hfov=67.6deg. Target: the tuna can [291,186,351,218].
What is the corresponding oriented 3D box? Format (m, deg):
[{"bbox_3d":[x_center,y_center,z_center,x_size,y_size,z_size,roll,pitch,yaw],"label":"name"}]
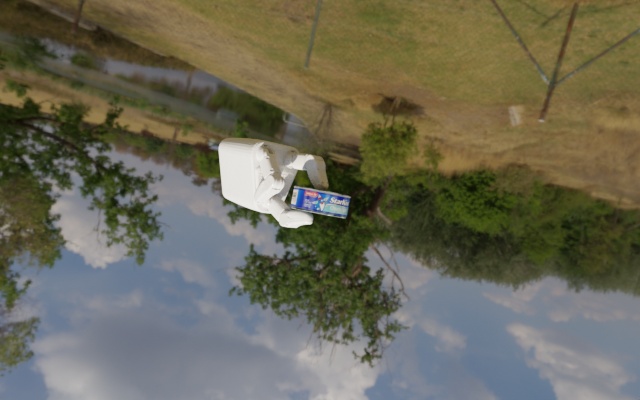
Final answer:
[{"bbox_3d":[0.000,0.003,0.704,0.086,0.034,0.086,11,0,0],"label":"tuna can"}]
